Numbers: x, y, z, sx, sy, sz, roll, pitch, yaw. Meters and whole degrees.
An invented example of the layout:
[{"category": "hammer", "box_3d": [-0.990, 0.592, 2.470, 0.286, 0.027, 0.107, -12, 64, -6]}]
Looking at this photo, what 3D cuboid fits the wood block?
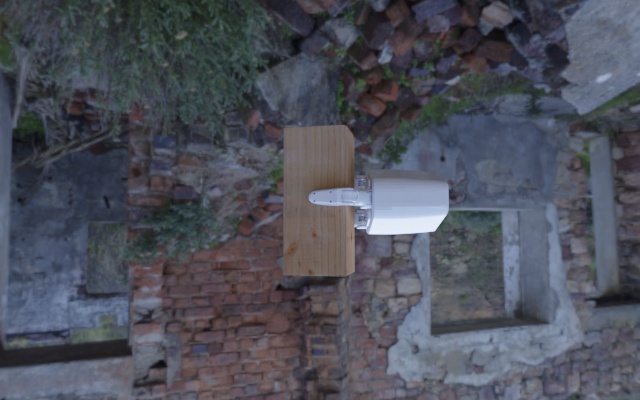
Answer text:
[{"category": "wood block", "box_3d": [0.000, 0.002, 0.692, 0.090, 0.206, 0.091, -1, -4, 12]}]
